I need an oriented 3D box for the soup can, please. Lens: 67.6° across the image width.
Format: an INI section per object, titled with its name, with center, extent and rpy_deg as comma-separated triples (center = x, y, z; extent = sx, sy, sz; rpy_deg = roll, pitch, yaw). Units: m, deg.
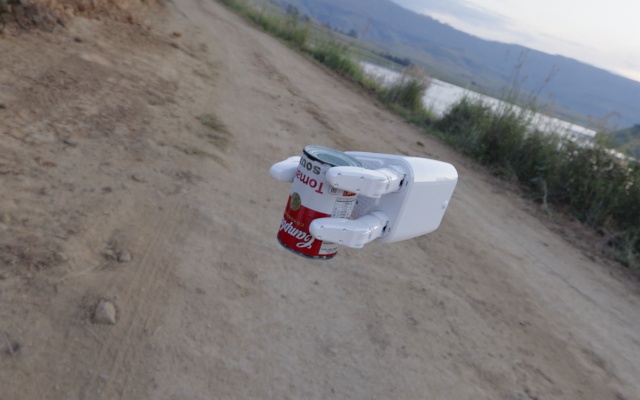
[soup can]
center = 0.000, 0.001, 0.498
extent = 0.068, 0.102, 0.068
rpy_deg = 16, 19, -6
